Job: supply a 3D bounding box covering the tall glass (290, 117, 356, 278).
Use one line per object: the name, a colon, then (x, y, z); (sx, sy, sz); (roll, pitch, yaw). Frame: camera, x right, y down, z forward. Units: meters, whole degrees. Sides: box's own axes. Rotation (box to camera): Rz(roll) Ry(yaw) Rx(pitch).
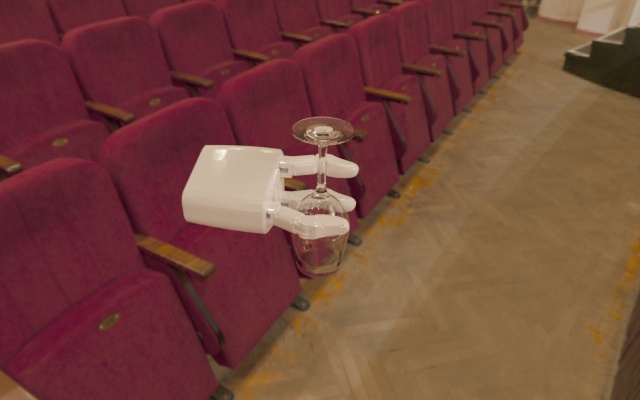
tall glass: (0.000, 0.001, 0.603); (0.079, 0.201, 0.079); (1, 33, -1)
